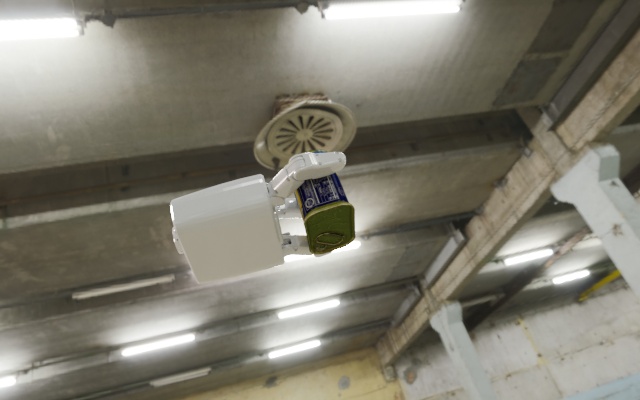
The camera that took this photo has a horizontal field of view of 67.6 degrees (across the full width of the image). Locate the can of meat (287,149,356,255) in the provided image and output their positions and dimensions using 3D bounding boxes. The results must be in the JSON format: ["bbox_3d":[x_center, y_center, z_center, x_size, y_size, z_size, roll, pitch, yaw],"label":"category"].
[{"bbox_3d":[0.000,0.001,0.558,0.057,0.084,0.102,-17,-31,-5],"label":"can of meat"}]
